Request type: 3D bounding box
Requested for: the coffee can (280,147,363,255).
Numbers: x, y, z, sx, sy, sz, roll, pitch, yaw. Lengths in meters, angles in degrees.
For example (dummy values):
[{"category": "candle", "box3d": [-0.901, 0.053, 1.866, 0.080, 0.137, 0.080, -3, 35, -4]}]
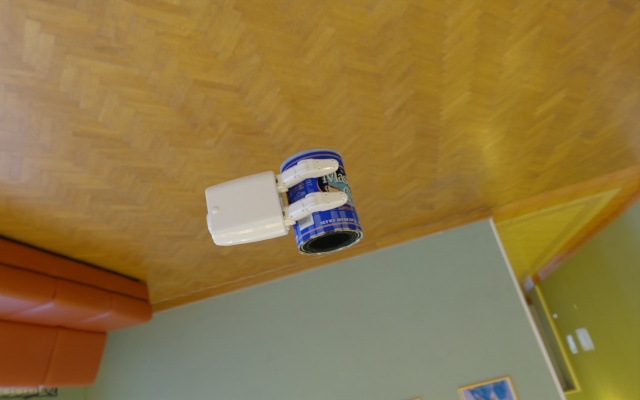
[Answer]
[{"category": "coffee can", "box3d": [0.000, 0.002, 0.751, 0.103, 0.140, 0.103, -12, -23, -5]}]
